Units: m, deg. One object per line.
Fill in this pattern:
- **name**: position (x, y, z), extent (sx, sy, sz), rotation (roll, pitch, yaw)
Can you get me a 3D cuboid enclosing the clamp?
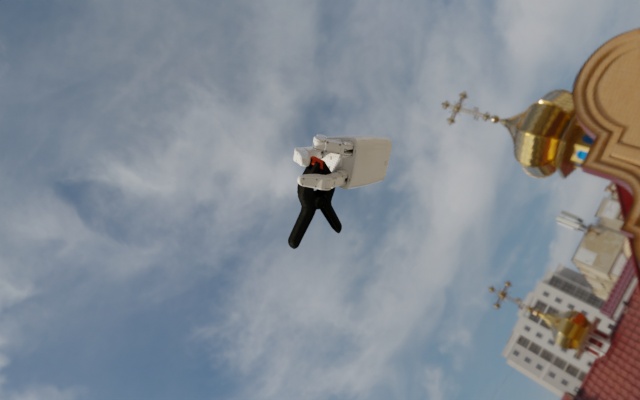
- **clamp**: position (0.000, 0.003, 0.882), extent (0.120, 0.171, 0.039), rotation (-10, 29, -44)
